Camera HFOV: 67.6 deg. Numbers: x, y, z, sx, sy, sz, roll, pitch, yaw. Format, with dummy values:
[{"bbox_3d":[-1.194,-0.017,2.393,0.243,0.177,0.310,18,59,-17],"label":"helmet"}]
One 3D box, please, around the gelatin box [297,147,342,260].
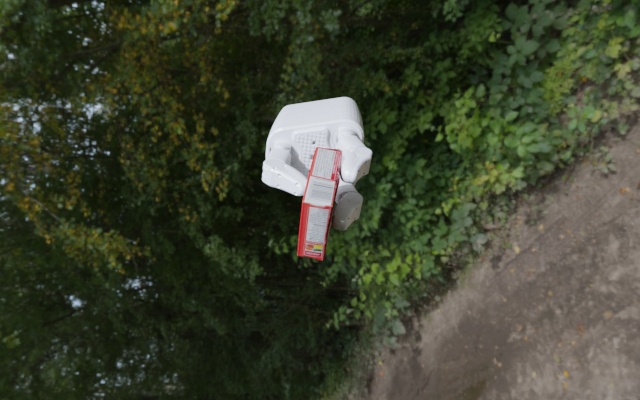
[{"bbox_3d":[0.000,0.002,0.472,0.030,0.073,0.089,10,42,2],"label":"gelatin box"}]
